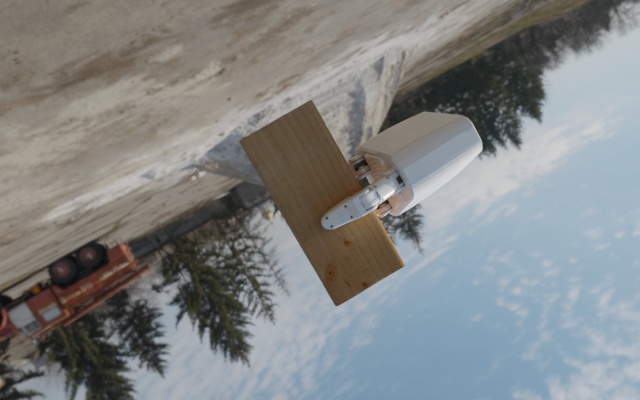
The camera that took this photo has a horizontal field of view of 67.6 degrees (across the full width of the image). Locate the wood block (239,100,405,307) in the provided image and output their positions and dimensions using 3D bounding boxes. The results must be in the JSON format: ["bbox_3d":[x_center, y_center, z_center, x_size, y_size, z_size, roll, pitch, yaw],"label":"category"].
[{"bbox_3d":[0.001,0.002,0.549,0.090,0.206,0.091,-30,5,-2],"label":"wood block"}]
